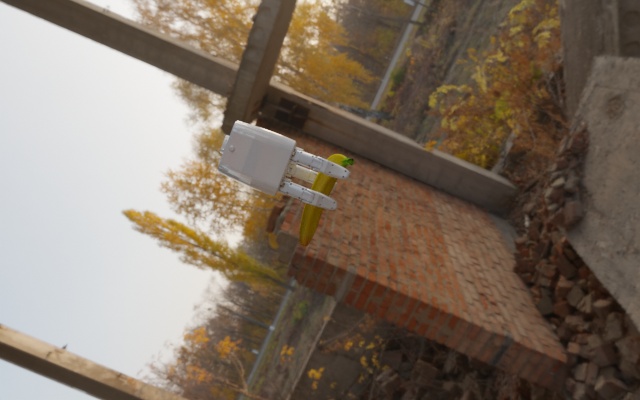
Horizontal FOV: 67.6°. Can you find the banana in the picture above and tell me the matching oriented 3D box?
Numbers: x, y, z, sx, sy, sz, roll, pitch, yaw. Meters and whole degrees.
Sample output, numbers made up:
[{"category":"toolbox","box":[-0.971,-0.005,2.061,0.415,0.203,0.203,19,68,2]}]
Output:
[{"category":"banana","box":[0.001,-0.010,0.847,0.037,0.198,0.069,19,30,-13]}]
